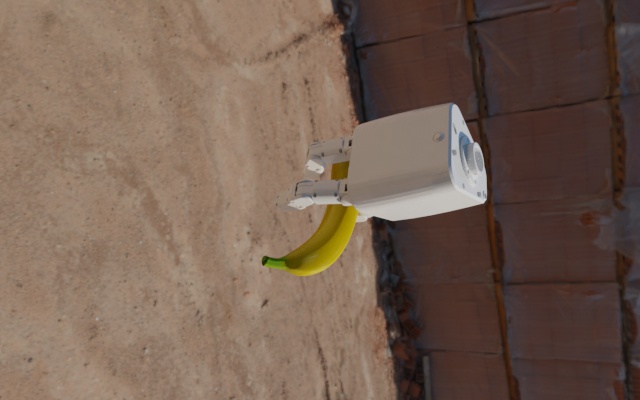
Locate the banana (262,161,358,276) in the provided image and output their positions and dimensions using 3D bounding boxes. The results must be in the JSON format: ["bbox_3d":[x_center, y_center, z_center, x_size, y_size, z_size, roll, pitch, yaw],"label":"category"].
[{"bbox_3d":[0.010,0.017,0.542,0.037,0.070,0.197,-22,27,45],"label":"banana"}]
